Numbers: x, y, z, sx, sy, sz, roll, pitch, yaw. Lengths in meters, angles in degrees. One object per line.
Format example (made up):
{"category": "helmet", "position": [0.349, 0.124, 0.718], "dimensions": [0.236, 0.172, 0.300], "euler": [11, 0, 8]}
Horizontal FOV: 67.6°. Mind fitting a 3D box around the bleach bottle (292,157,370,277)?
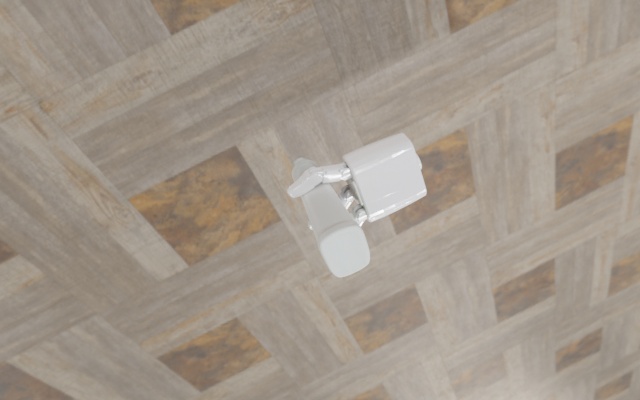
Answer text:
{"category": "bleach bottle", "position": [0.000, 0.003, 0.773], "dimensions": [0.068, 0.103, 0.250], "euler": [-25, 42, -2]}
